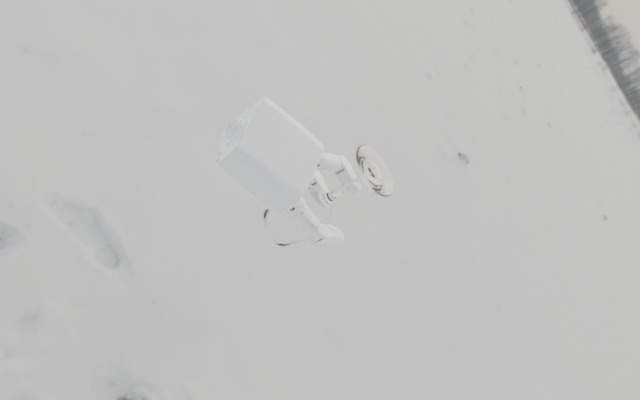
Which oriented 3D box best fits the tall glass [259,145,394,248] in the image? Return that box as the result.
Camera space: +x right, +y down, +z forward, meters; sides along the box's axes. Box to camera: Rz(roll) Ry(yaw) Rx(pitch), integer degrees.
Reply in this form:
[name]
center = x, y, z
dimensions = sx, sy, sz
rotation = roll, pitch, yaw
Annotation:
[tall glass]
center = 0.001, 0.002, 0.666
dimensions = 0.201, 0.079, 0.079
rotation = -31, -19, 35
